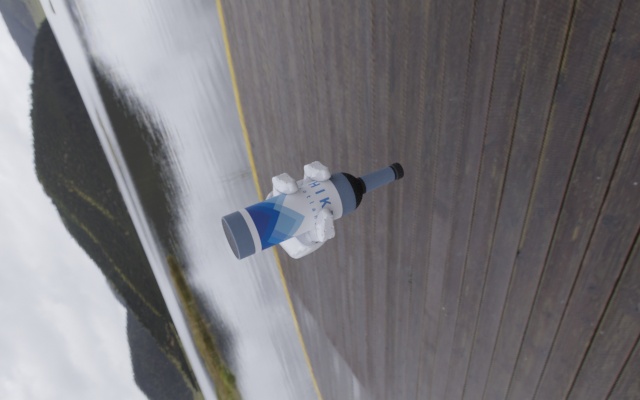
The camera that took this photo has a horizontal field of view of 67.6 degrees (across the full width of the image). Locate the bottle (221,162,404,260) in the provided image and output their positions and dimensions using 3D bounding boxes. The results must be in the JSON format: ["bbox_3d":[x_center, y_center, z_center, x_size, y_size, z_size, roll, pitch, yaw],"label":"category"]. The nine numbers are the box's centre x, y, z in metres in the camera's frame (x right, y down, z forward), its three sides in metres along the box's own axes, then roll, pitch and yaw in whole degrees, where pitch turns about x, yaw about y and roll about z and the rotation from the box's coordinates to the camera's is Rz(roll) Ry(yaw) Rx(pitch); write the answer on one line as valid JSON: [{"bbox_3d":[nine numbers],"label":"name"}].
[{"bbox_3d":[0.000,0.002,0.727,0.295,0.069,0.069,-22,8,-20],"label":"bottle"}]
